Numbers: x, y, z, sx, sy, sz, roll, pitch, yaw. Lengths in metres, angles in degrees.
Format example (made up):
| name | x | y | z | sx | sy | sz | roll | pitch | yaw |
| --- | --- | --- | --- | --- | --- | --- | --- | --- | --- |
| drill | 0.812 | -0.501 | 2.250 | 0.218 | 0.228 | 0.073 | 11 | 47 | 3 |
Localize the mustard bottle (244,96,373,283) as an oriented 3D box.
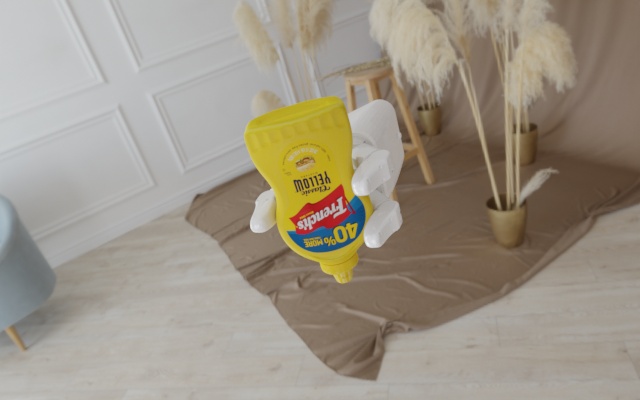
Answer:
| name | x | y | z | sx | sy | sz | roll | pitch | yaw |
| --- | --- | --- | --- | --- | --- | --- | --- | --- | --- |
| mustard bottle | 0.000 | 0.001 | 0.471 | 0.096 | 0.192 | 0.058 | -16 | 26 | 4 |
